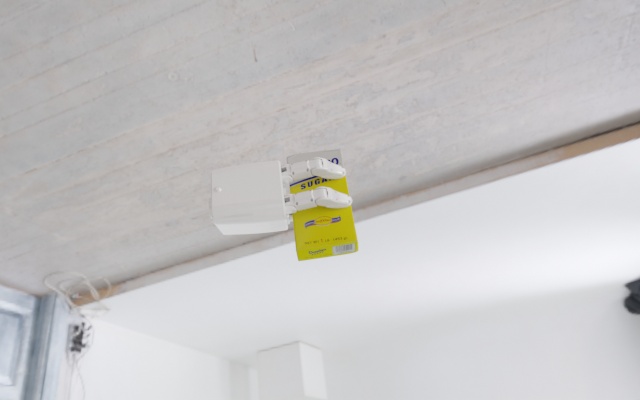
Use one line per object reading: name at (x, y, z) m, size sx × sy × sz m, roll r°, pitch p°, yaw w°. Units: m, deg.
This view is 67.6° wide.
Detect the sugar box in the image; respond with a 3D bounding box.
sugar box at (0.000, 0.002, 0.745) m, size 0.093 × 0.176 × 0.048 m, roll -8°, pitch -31°, yaw -2°
